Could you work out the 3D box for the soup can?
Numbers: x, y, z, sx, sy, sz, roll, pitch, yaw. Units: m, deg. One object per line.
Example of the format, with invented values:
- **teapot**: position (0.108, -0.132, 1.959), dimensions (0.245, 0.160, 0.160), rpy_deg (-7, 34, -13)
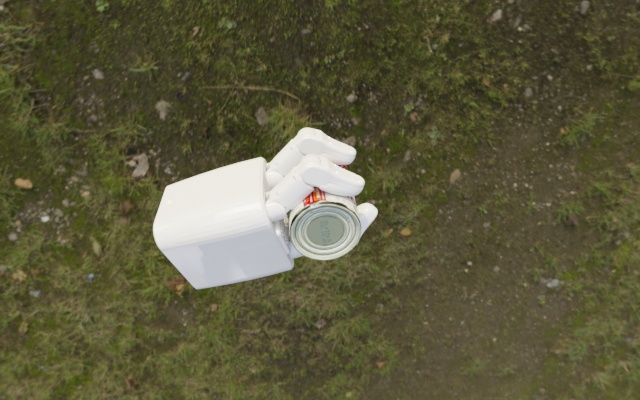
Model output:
- **soup can**: position (0.001, 0.002, 0.472), dimensions (0.068, 0.068, 0.102), rpy_deg (0, 34, -6)
